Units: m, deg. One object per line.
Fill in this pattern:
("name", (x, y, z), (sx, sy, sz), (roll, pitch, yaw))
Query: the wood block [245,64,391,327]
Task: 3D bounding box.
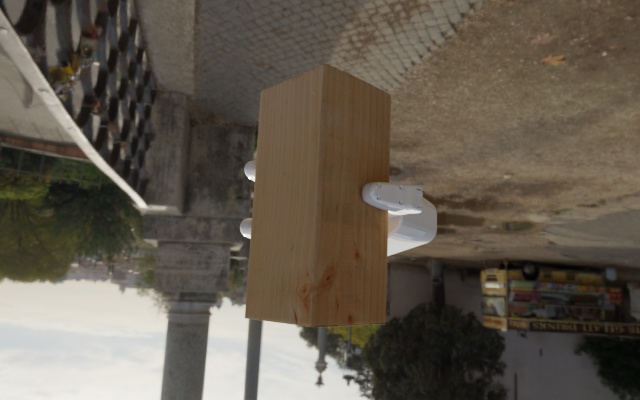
("wood block", (0.001, 0.002, 0.423), (0.090, 0.206, 0.091), (12, -14, -43))
